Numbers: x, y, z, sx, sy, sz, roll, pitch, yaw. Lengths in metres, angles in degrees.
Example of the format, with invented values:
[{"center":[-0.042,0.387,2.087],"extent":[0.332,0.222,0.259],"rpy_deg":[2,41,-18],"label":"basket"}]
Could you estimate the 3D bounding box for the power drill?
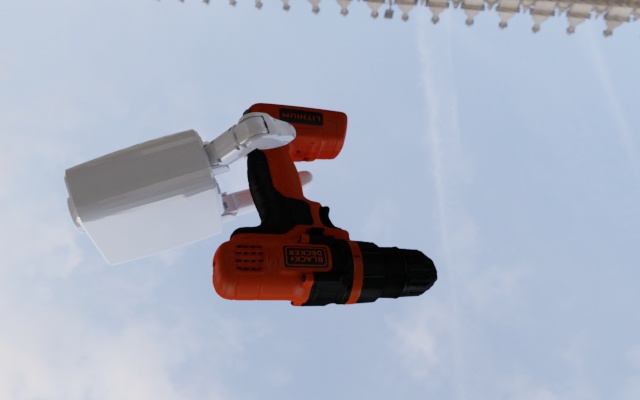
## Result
[{"center":[0.000,0.001,0.418],"extent":[0.184,0.187,0.057],"rpy_deg":[4,-38,-18],"label":"power drill"}]
